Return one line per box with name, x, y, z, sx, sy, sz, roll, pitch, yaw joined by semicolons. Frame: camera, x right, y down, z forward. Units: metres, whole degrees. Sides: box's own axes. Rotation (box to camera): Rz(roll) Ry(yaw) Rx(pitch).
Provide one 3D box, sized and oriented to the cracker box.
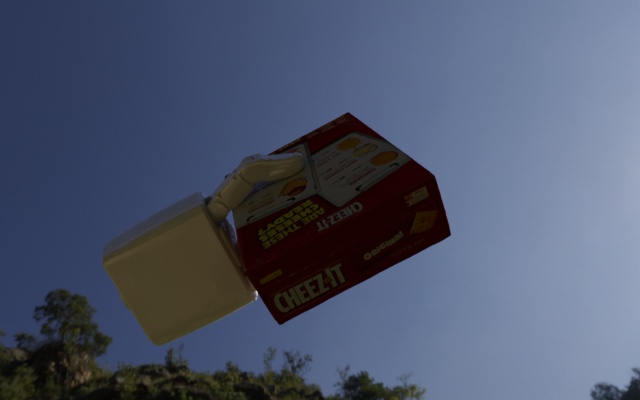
cracker box;0.000;0.001;0.466;0.164;0.072;0.213;-28;28;-3
